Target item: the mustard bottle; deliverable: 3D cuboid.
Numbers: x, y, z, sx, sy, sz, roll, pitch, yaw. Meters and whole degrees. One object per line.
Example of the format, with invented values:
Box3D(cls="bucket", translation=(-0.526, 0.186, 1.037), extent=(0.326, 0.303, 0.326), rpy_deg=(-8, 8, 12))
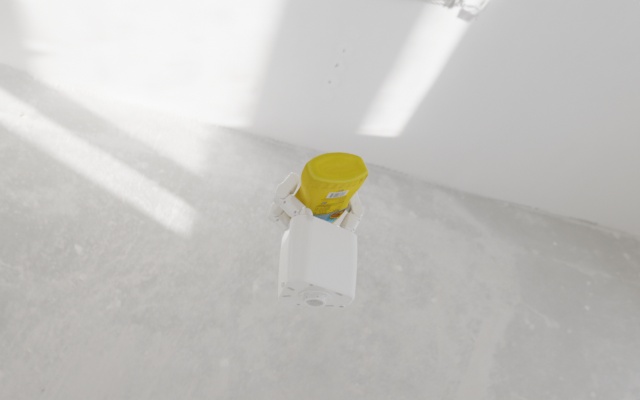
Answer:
Box3D(cls="mustard bottle", translation=(0.000, 0.002, 0.762), extent=(0.096, 0.058, 0.192), rpy_deg=(-9, -29, -25))
